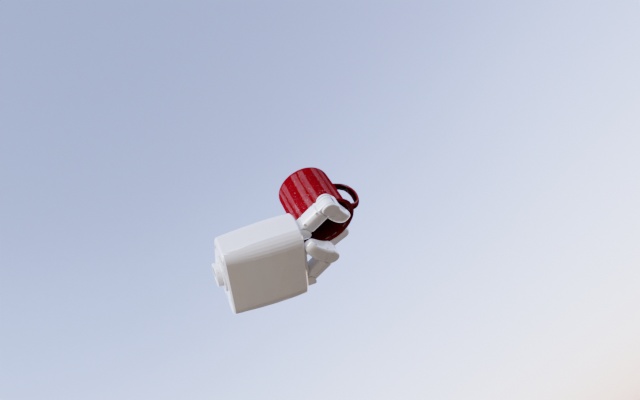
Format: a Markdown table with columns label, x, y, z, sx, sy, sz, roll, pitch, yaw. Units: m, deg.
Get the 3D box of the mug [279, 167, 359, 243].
| label | x | y | z | sx | sy | sz | roll | pitch | yaw |
| --- | --- | --- | --- | --- | --- | --- | --- | --- | --- |
| mug | 0.001 | 0.002 | 0.703 | 0.117 | 0.093 | 0.081 | -17 | 49 | -20 |
